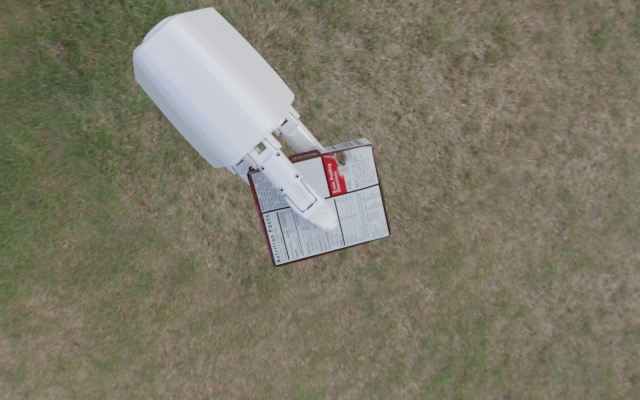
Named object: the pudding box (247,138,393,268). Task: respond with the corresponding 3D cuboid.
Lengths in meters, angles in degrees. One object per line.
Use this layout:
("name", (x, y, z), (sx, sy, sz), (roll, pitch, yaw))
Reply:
("pudding box", (0.000, 0.001, 0.427), (0.113, 0.090, 0.039), (-14, 14, -2))
